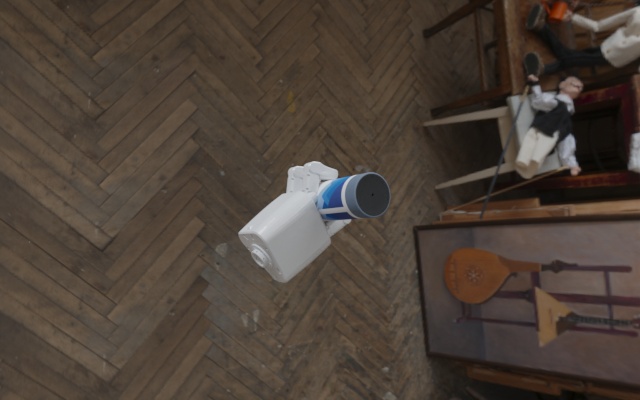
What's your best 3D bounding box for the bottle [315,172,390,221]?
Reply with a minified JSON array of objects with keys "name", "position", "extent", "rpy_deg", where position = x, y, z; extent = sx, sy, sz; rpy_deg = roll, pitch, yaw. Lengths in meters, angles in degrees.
[{"name":"bottle","position":[0.000,0.003,0.819],"extent":[0.069,0.069,0.296],"rpy_deg":[0,-4,-31]}]
